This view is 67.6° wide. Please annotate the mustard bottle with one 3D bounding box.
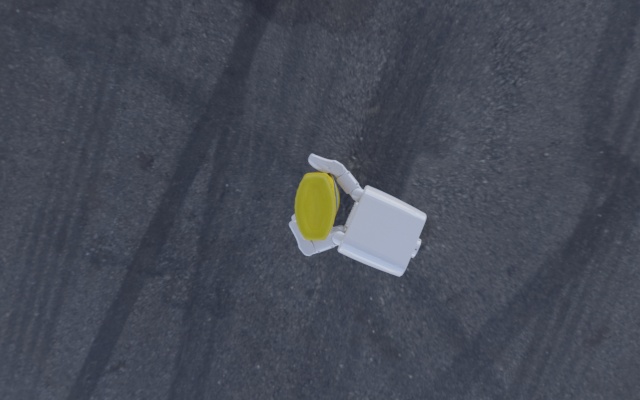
[{"bbox_3d":[0.000,0.002,0.756,0.058,0.096,0.191,-1,5,5],"label":"mustard bottle"}]
